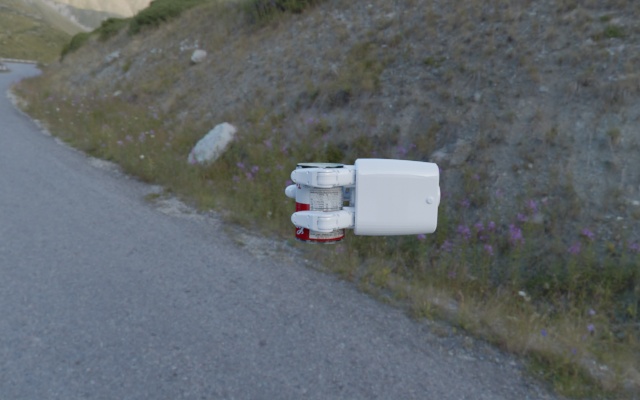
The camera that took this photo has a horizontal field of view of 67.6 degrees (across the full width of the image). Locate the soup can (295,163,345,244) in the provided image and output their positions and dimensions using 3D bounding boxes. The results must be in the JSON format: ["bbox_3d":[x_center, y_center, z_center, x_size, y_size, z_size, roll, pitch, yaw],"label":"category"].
[{"bbox_3d":[0.000,0.002,0.644,0.068,0.102,0.068,1,8,0],"label":"soup can"}]
